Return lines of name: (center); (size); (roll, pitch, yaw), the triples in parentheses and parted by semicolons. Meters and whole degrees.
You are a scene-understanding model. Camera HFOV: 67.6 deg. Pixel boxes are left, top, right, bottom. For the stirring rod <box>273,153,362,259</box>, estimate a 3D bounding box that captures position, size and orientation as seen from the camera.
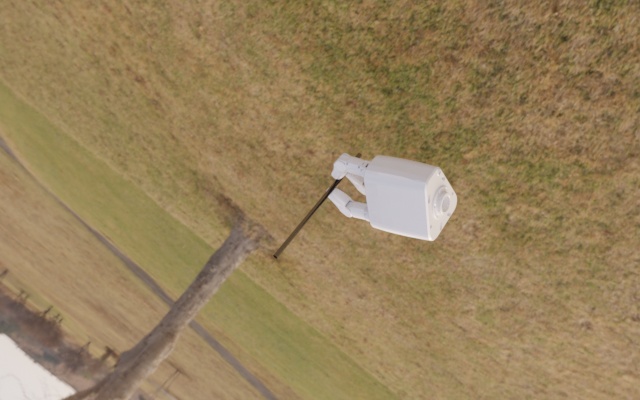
stirring rod: (0.000, 0.002, 0.773); (0.011, 0.011, 0.239); (0, 43, 51)
